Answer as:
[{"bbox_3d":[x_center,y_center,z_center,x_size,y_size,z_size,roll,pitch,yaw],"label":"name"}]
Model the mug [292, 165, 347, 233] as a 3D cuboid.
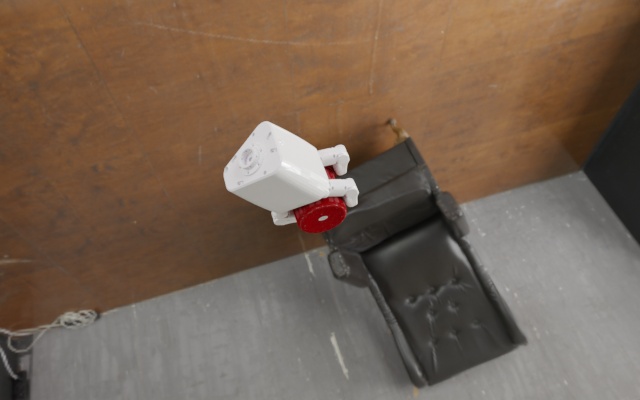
[{"bbox_3d":[0.001,0.003,0.780,0.093,0.081,0.117,-36,-36,23],"label":"mug"}]
